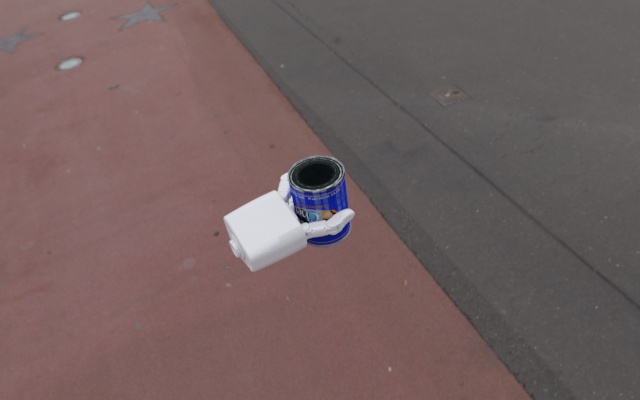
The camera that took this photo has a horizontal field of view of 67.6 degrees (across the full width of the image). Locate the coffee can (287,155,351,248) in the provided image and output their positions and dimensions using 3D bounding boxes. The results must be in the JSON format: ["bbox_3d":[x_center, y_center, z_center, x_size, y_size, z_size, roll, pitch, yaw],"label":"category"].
[{"bbox_3d":[0.000,0.003,0.884,0.103,0.140,0.102,-5,42,5],"label":"coffee can"}]
